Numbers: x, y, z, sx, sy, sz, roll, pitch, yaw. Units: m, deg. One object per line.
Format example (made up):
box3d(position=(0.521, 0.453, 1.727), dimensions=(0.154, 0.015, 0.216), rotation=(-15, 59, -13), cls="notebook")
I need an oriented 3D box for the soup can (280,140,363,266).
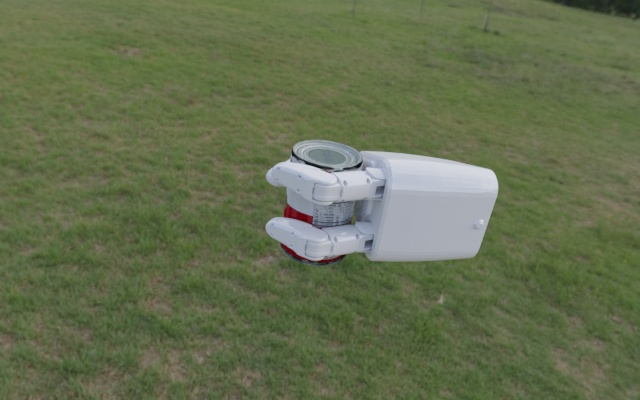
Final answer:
box3d(position=(0.000, 0.001, 0.455), dimensions=(0.068, 0.102, 0.068), rotation=(7, 27, -3), cls="soup can")
